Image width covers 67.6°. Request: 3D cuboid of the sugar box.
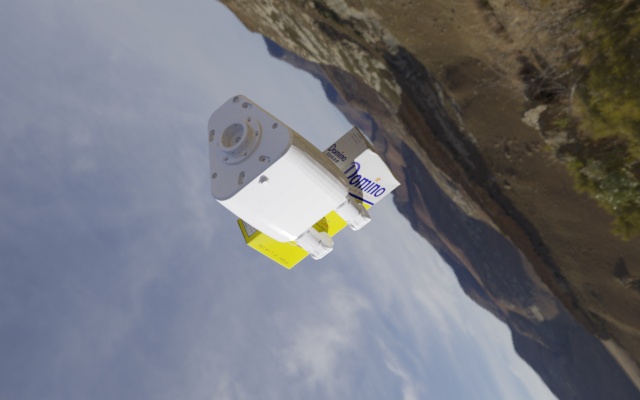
[{"bbox_3d":[0.000,0.002,0.562,0.176,0.048,0.093,-37,-39,11],"label":"sugar box"}]
